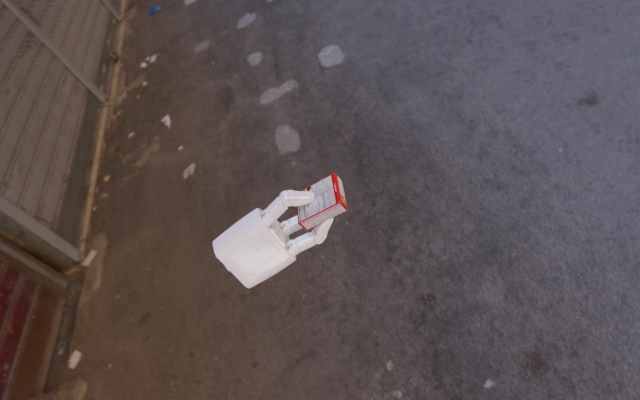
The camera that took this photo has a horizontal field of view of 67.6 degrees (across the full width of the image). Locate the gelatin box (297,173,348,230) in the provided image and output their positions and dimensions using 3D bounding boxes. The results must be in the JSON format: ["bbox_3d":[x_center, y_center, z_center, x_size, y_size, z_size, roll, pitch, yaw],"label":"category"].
[{"bbox_3d":[0.000,0.002,0.845,0.089,0.073,0.030,-28,-46,20],"label":"gelatin box"}]
